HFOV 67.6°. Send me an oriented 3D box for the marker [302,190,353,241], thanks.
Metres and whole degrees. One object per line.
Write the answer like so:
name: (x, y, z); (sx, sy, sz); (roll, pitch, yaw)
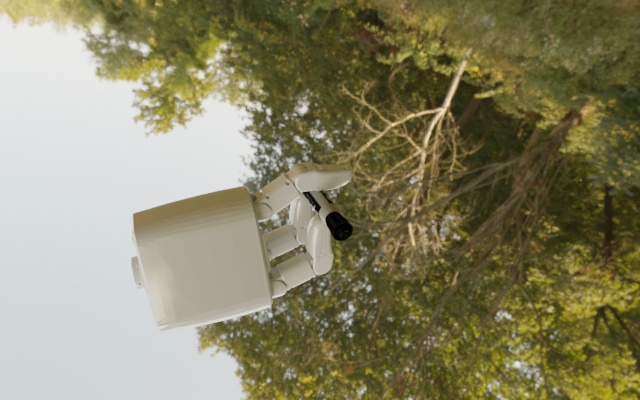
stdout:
marker: (0.000, 0.002, 0.447); (0.020, 0.020, 0.121); (0, 27, -23)
